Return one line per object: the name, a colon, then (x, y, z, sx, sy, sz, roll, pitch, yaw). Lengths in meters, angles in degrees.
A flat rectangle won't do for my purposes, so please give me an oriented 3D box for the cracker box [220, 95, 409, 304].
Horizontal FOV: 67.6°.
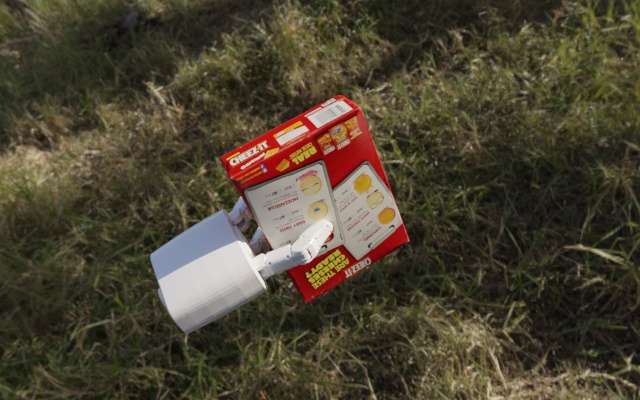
cracker box: (0.000, 0.002, 0.594, 0.164, 0.214, 0.072, -30, 35, -6)
